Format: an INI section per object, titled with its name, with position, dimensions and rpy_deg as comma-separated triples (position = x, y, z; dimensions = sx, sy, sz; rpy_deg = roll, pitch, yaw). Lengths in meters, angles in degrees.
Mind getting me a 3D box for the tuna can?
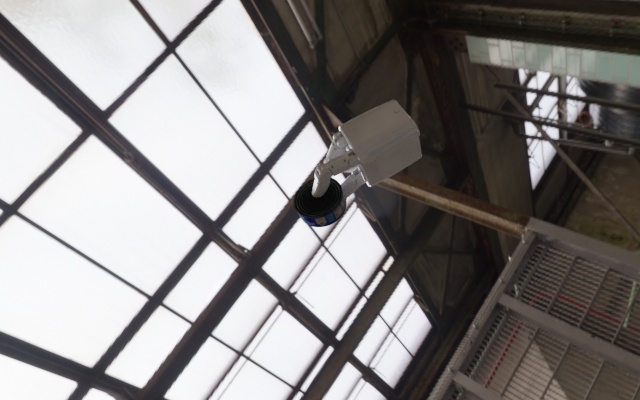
[tuna can]
position = 0.000, 0.003, 0.805
dimensions = 0.086, 0.086, 0.034
rpy_deg = 0, -37, 22
